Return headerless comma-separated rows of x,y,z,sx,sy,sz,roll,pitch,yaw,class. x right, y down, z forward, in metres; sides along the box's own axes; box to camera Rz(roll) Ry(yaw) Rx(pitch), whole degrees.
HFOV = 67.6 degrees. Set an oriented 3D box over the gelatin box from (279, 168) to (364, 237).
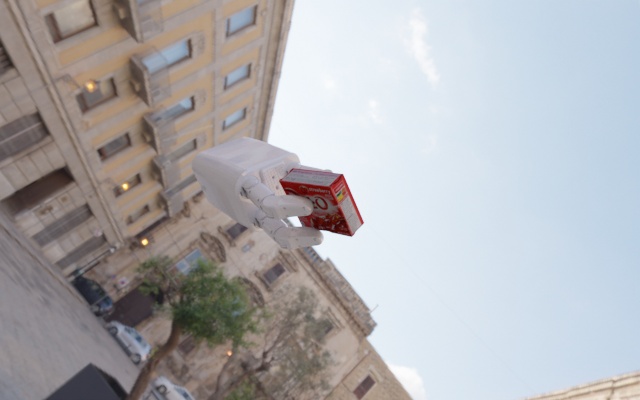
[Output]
0.001,0.002,0.565,0.089,0.073,0.030,9,44,44,gelatin box
